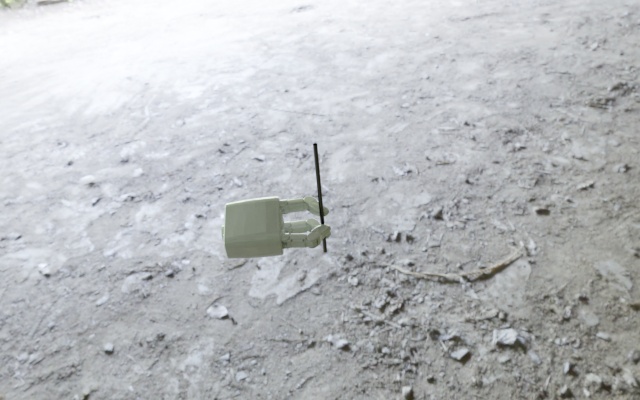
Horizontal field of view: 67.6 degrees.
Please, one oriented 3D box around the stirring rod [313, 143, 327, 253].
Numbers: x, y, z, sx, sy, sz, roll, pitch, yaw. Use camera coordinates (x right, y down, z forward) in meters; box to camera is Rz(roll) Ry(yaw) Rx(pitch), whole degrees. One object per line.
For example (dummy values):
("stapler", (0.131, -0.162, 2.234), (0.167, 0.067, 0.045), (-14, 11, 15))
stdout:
("stirring rod", (0.000, 0.003, 0.875), (0.011, 0.240, 0.011), (-4, 36, 3))
